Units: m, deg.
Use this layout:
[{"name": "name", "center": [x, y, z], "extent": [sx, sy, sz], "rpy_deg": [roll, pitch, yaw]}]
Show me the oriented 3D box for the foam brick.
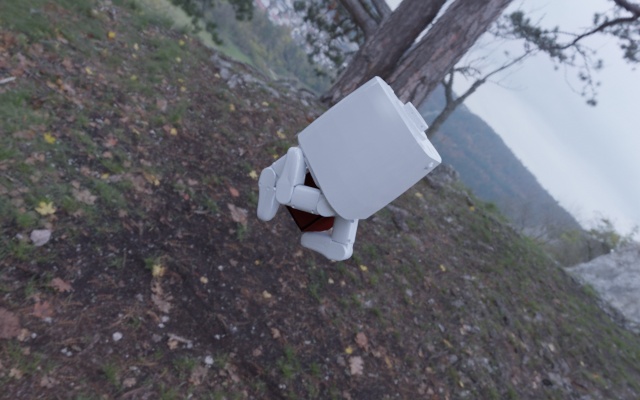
[{"name": "foam brick", "center": [0.000, 0.002, 0.564], "extent": [0.051, 0.053, 0.078], "rpy_deg": [-37, -15, 18]}]
